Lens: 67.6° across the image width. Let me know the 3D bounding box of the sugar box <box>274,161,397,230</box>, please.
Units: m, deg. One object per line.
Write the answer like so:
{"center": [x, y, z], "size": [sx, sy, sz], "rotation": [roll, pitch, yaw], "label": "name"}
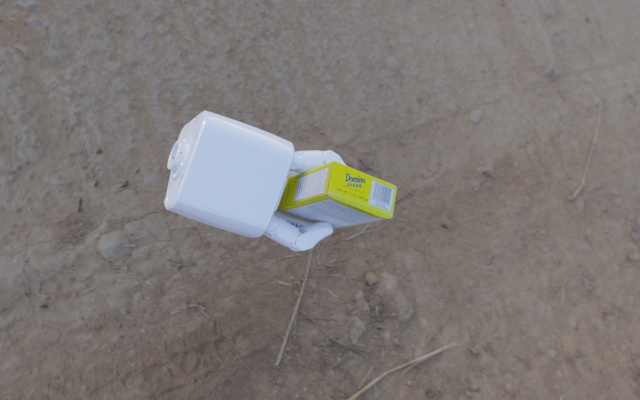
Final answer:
{"center": [0.000, 0.001, 0.585], "size": [0.093, 0.048, 0.176], "rotation": [21, -17, -30], "label": "sugar box"}
